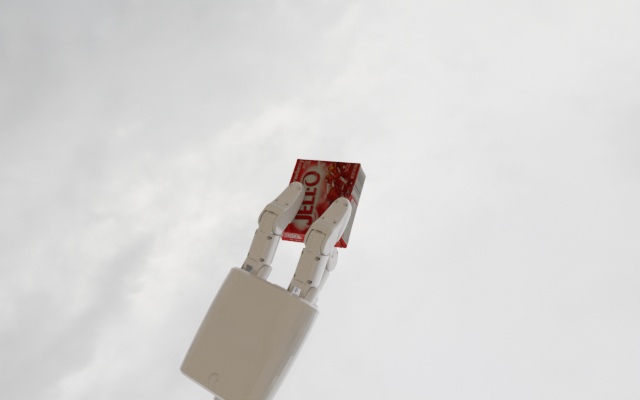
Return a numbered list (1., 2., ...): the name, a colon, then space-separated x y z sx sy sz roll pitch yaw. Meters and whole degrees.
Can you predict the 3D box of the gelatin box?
1. gelatin box: 0.000 0.002 0.492 0.073 0.089 0.030 6 -27 23
